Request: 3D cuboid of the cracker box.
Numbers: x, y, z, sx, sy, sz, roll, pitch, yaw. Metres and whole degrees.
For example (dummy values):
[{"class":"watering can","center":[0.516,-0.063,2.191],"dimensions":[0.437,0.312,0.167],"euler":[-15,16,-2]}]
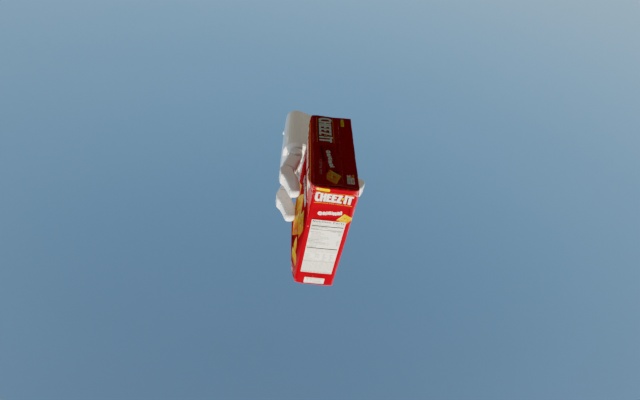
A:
[{"class":"cracker box","center":[0.000,0.003,0.742],"dimensions":[0.072,0.214,0.164],"euler":[5,44,-8]}]
